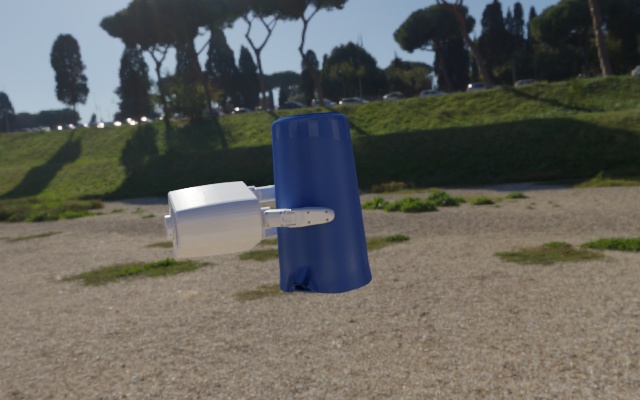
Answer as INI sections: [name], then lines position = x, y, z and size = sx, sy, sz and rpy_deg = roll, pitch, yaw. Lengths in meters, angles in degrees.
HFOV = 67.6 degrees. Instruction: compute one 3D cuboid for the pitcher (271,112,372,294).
[pitcher]
position = 0.000, 0.002, 0.683
size = 0.145, 0.243, 0.149
rpy_deg = -7, 6, -19
